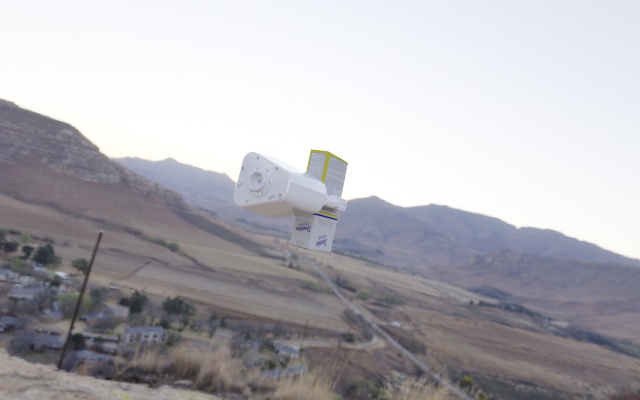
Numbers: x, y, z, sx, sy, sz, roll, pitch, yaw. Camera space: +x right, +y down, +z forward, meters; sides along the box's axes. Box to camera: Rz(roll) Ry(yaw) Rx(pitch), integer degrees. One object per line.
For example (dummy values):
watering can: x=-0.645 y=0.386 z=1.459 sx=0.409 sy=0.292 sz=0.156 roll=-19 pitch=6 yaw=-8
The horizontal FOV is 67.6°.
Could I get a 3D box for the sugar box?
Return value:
sugar box: x=0.000 y=0.003 z=0.871 sx=0.048 sy=0.176 sz=0.093 roll=13 pitch=-3 yaw=29
